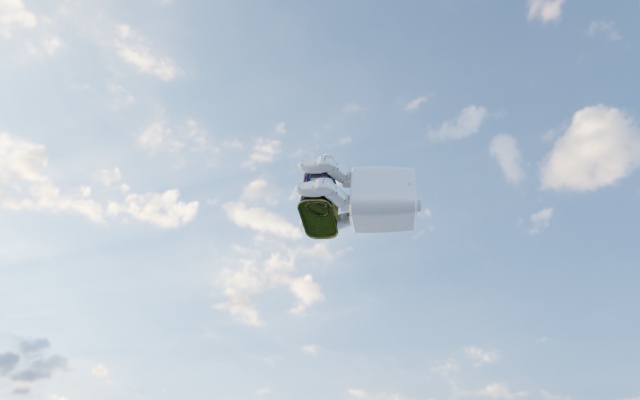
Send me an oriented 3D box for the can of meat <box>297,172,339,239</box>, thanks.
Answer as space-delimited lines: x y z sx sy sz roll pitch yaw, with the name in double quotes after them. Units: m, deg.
0.000 0.002 0.818 0.057 0.083 0.102 -3 -42 12 "can of meat"
